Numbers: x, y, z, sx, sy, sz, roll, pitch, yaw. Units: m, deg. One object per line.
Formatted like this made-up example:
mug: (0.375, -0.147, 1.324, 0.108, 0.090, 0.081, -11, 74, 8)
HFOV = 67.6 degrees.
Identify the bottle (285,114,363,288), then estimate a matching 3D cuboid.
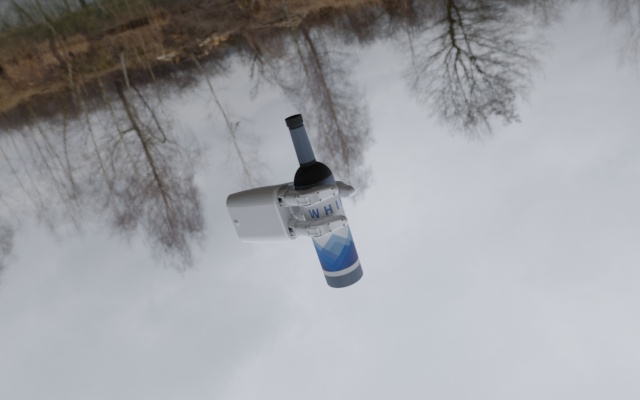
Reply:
bottle: (0.000, 0.003, 0.786, 0.069, 0.296, 0.069, -16, 19, 6)
